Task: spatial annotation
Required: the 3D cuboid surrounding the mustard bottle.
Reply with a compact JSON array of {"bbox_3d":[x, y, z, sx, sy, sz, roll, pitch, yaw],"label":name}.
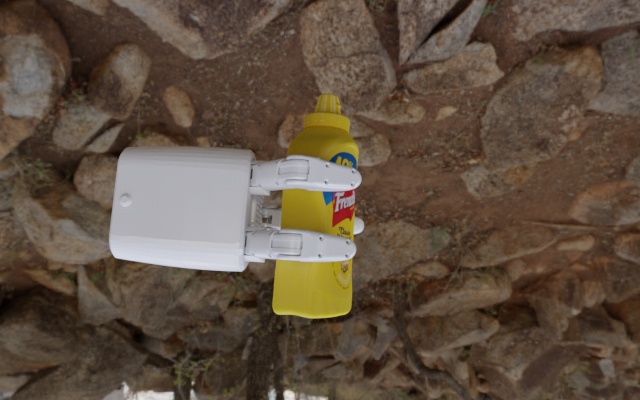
[{"bbox_3d":[0.000,0.002,0.417,0.058,0.191,0.096,0,-8,25],"label":"mustard bottle"}]
